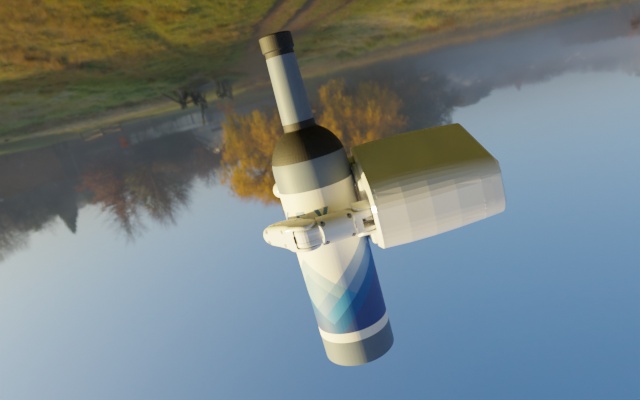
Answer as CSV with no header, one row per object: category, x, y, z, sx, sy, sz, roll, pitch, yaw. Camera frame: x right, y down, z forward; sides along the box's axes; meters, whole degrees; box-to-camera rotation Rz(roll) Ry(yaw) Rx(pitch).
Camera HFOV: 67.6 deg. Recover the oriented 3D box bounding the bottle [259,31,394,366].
bottle,0.000,0.002,0.428,0.069,0.296,0.069,-15,13,3
